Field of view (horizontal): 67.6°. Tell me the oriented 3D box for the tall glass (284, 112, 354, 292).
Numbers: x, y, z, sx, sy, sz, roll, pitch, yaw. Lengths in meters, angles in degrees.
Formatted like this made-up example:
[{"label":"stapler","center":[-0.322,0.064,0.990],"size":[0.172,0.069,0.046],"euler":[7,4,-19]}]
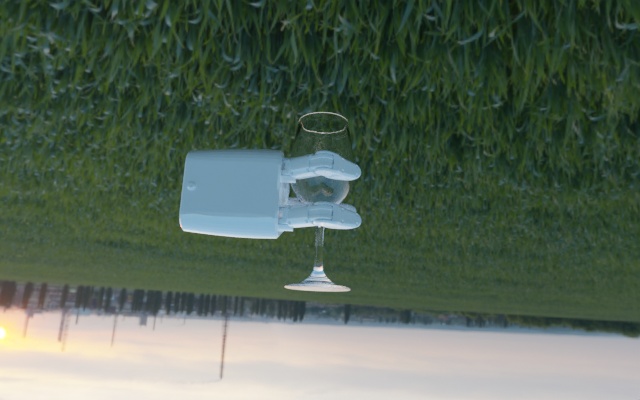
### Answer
[{"label":"tall glass","center":[0.000,0.003,0.556],"size":[0.079,0.201,0.079],"euler":[2,-14,1]}]
